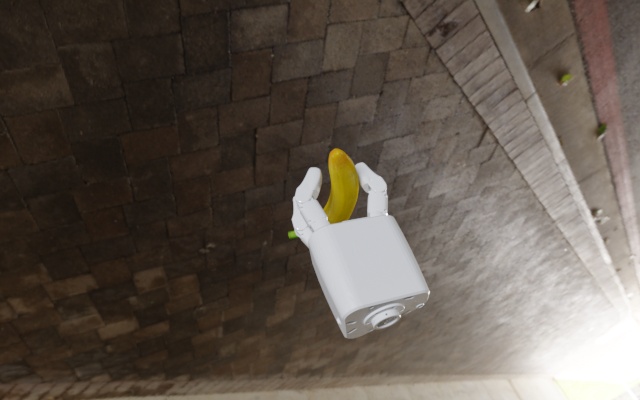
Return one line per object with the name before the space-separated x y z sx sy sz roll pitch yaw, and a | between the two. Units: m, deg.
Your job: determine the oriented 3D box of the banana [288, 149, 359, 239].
banana | 0.016 0.004 0.657 0.069 0.037 0.198 -1 -37 -25
